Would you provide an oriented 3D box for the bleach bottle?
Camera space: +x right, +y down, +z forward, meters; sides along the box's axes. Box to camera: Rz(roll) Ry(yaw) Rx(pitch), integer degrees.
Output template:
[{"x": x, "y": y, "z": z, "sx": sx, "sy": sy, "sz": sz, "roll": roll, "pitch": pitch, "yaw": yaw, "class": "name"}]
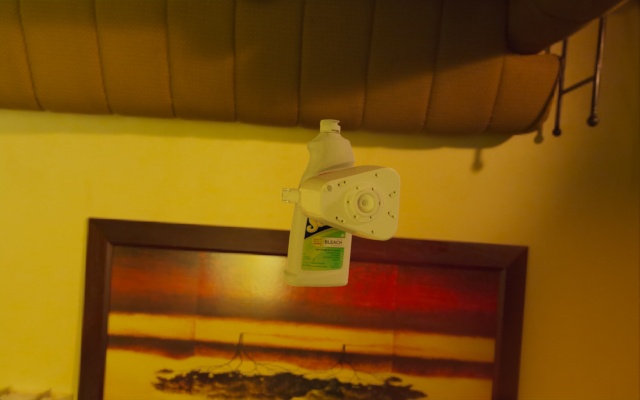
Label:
[{"x": 0.000, "y": 0.002, "z": 0.736, "sx": 0.102, "sy": 0.251, "sz": 0.068, "roll": 2, "pitch": 2, "yaw": -14, "class": "bleach bottle"}]
